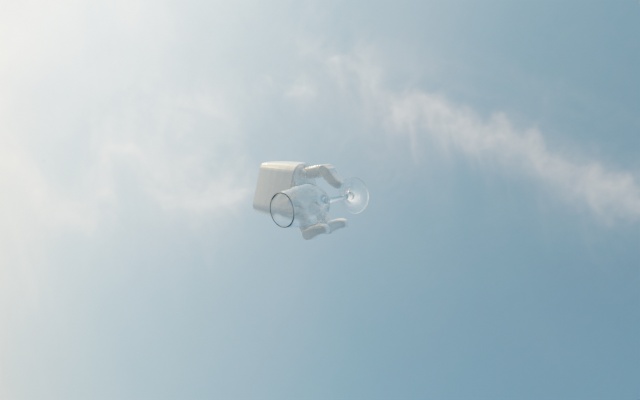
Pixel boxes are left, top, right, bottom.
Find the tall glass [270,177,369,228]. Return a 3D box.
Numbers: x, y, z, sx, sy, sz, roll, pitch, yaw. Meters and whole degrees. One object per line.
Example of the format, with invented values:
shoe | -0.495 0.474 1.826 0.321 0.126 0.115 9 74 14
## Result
tall glass | 0.001 0.003 0.887 0.079 0.079 0.201 0 8 42
